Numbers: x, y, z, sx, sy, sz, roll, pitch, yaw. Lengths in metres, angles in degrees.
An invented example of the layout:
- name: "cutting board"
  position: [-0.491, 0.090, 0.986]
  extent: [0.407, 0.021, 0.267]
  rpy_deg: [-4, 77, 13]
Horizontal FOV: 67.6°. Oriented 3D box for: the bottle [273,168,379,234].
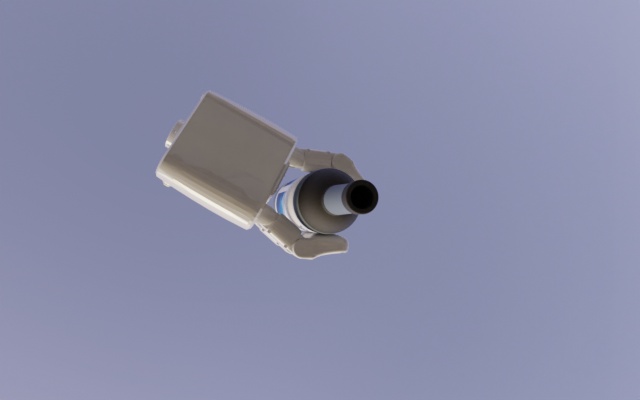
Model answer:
- name: "bottle"
  position: [0.000, 0.002, 0.515]
  extent: [0.069, 0.069, 0.296]
  rpy_deg: [0, -2, -13]
